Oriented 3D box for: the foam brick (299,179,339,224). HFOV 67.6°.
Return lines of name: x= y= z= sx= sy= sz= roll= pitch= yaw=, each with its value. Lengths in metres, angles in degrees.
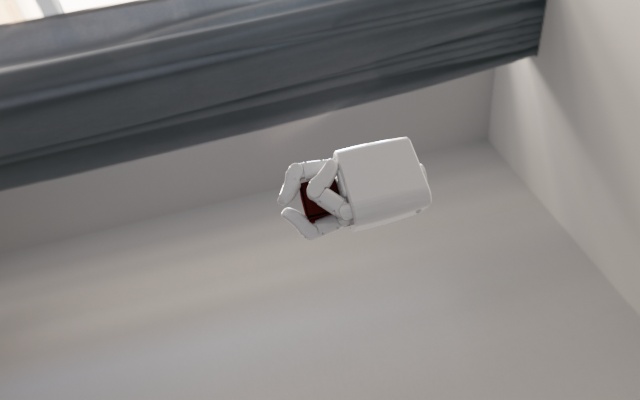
foam brick: x=0.000 y=0.002 z=0.693 sx=0.051 sy=0.053 sz=0.078 roll=-14 pitch=-10 yaw=-4
